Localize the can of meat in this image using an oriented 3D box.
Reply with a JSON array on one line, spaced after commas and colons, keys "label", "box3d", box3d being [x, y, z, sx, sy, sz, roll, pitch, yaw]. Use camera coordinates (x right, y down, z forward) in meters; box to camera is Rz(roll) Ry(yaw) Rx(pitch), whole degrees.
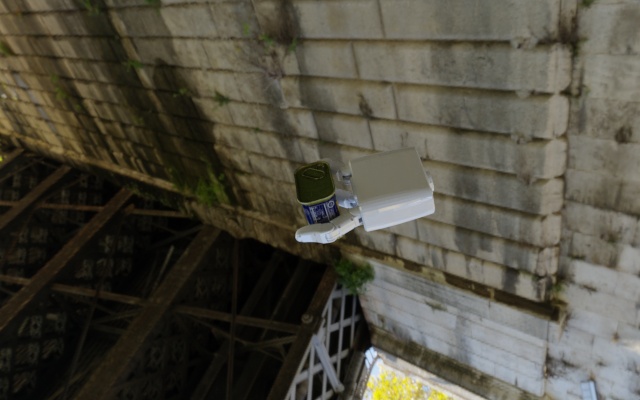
[{"label": "can of meat", "box3d": [0.000, 0.003, 0.734, 0.057, 0.084, 0.102, -16, 36, 3]}]
